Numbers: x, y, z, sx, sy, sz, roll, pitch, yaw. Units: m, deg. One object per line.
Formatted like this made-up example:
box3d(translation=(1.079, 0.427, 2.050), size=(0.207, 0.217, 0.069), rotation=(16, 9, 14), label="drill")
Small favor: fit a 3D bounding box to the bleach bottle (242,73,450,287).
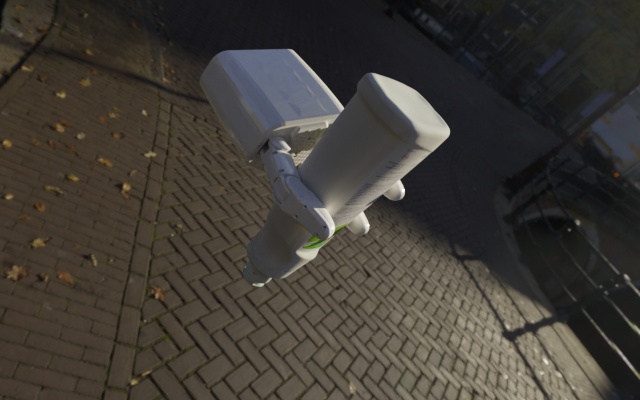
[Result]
box3d(translation=(0.000, 0.001, 0.447), size=(0.251, 0.068, 0.102), rotation=(-46, -24, 28), label="bleach bottle")
